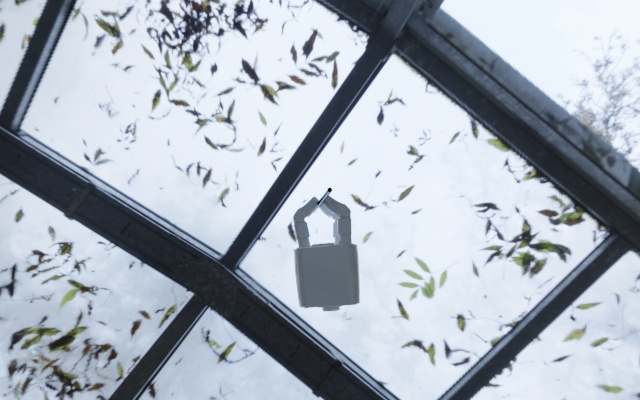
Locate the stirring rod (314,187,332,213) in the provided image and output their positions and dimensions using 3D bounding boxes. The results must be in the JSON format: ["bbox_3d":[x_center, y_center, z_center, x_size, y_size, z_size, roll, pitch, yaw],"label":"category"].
[{"bbox_3d":[0.000,0.003,0.849,0.011,0.011,0.239,0,-9,-7],"label":"stirring rod"}]
